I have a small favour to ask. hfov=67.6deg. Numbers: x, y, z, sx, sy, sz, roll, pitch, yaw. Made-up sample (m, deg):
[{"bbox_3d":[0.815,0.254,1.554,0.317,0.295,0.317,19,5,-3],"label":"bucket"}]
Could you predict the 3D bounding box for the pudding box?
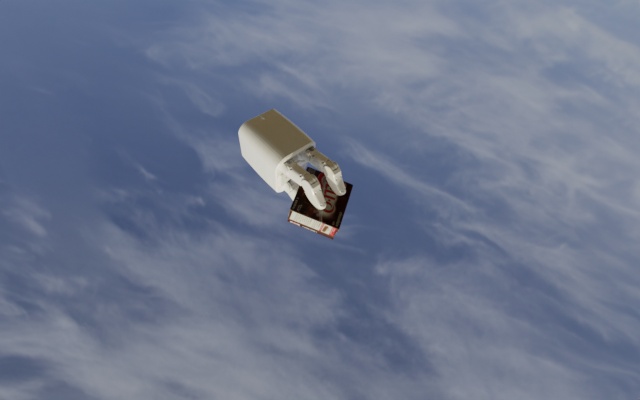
[{"bbox_3d":[0.000,0.003,0.835,0.090,0.113,0.039,21,-39,-2],"label":"pudding box"}]
